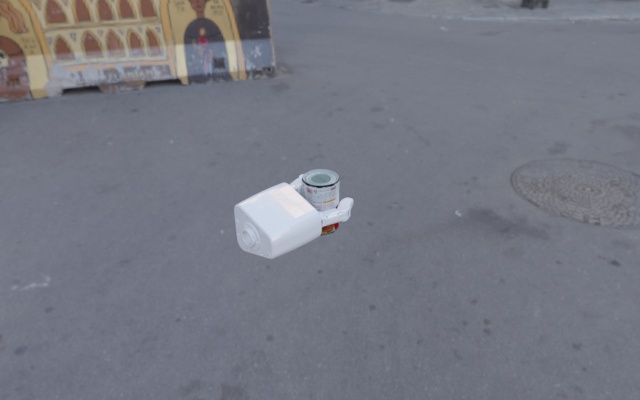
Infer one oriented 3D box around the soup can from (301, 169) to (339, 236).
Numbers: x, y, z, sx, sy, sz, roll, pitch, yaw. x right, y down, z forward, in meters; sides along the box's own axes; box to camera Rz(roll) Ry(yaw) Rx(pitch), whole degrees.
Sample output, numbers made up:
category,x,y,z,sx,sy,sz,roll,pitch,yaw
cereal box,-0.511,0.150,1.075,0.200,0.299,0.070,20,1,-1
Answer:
category,x,y,z,sx,sy,sz,roll,pitch,yaw
soup can,0.001,0.002,0.864,0.068,0.102,0.068,0,30,0
